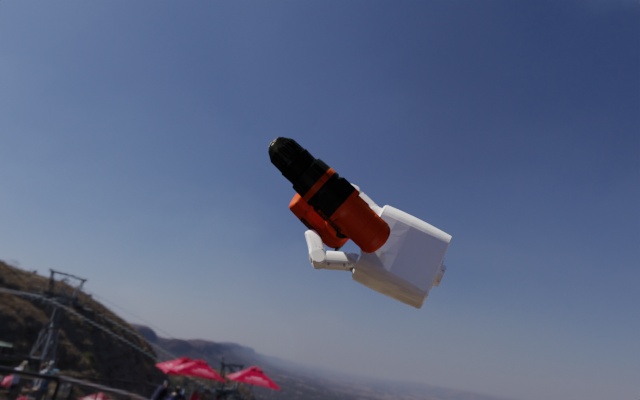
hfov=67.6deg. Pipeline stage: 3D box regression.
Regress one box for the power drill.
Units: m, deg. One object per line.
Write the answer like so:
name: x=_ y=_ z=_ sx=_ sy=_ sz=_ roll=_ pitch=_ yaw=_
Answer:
power drill: x=0.000 y=0.002 z=0.650 sx=0.057 sy=0.184 sz=0.188 roll=-45 pitch=-1 yaw=-10
